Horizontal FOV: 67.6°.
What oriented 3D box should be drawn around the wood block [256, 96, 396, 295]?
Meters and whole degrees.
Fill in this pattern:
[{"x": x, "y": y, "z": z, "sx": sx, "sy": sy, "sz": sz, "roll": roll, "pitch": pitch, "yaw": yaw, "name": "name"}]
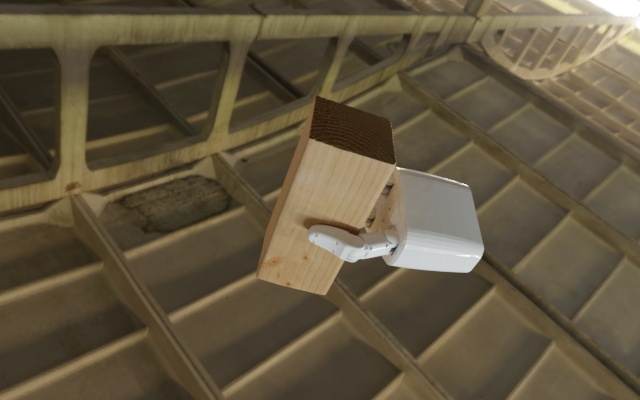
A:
[{"x": 0.000, "y": 0.002, "z": 0.542, "sx": 0.090, "sy": 0.206, "sz": 0.090, "roll": 16, "pitch": 38, "yaw": -9, "name": "wood block"}]
